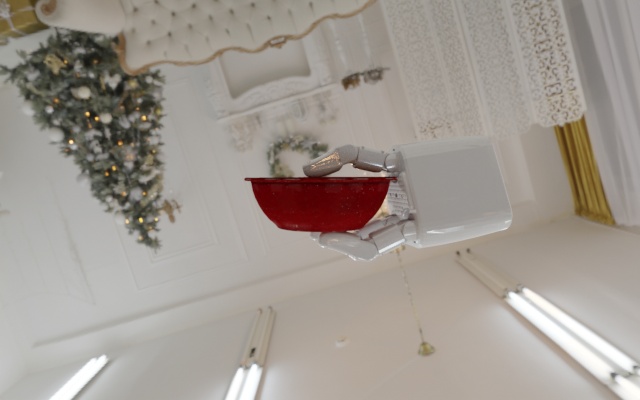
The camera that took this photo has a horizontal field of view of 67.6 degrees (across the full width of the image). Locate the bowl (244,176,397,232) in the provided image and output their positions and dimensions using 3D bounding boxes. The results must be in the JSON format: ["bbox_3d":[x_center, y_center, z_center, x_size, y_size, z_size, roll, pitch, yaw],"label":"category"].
[{"bbox_3d":[-0.001,0.002,0.510,0.162,0.055,0.162,0,3,0],"label":"bowl"}]
